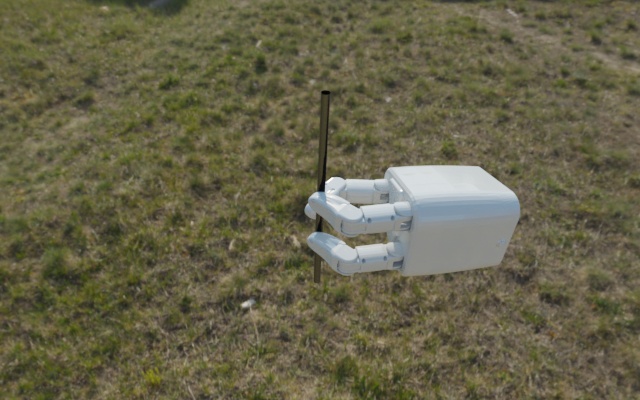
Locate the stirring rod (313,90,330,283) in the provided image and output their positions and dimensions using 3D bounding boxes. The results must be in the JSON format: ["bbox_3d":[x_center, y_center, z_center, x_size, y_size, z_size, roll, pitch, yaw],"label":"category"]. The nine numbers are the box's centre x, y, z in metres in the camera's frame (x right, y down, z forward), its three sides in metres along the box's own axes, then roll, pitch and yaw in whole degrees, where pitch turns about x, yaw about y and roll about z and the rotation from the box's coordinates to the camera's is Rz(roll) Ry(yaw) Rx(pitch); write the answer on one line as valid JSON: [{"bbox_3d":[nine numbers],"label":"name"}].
[{"bbox_3d":[0.000,0.002,0.477,0.011,0.240,0.011,2,40,-1],"label":"stirring rod"}]
